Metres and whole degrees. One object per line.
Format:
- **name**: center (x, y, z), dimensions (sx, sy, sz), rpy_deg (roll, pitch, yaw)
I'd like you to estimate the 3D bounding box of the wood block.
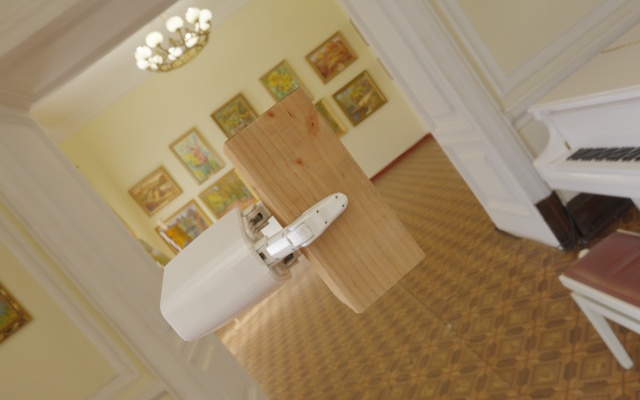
- **wood block**: center (0.000, 0.002, 0.490), dimensions (0.090, 0.206, 0.091), rpy_deg (-39, 8, -10)
